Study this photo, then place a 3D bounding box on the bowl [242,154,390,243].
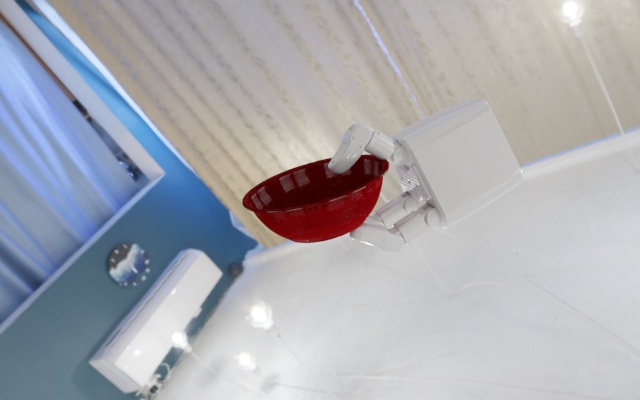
[{"bbox_3d":[-0.001,0.002,0.518,0.162,0.055,0.162,-13,18,5],"label":"bowl"}]
